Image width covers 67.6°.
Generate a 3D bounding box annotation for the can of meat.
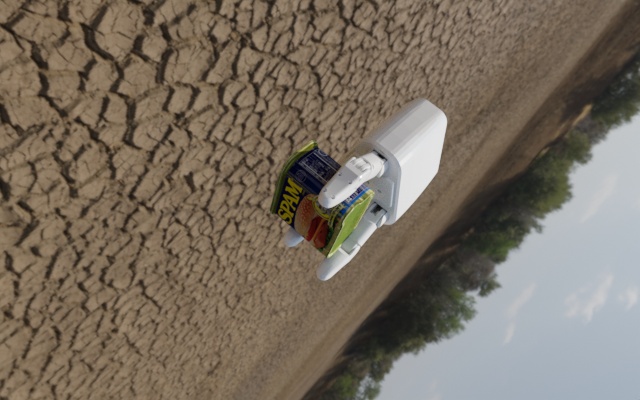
[{"bbox_3d":[0.000,0.002,0.506,0.057,0.084,0.102,-41,-16,-35],"label":"can of meat"}]
